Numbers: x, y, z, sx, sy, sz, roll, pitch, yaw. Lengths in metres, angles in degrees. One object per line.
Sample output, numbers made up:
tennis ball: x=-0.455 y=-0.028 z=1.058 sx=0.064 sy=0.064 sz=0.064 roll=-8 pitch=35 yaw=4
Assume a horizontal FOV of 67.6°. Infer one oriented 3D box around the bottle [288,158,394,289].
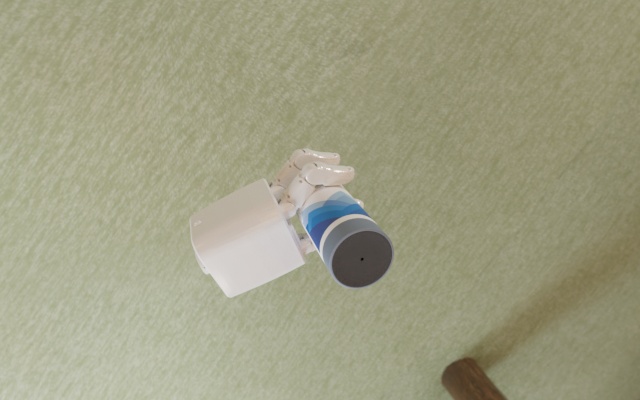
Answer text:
bottle: x=0.000 y=0.002 z=0.588 sx=0.069 sy=0.069 sz=0.295 roll=0 pitch=22 yaw=-17
